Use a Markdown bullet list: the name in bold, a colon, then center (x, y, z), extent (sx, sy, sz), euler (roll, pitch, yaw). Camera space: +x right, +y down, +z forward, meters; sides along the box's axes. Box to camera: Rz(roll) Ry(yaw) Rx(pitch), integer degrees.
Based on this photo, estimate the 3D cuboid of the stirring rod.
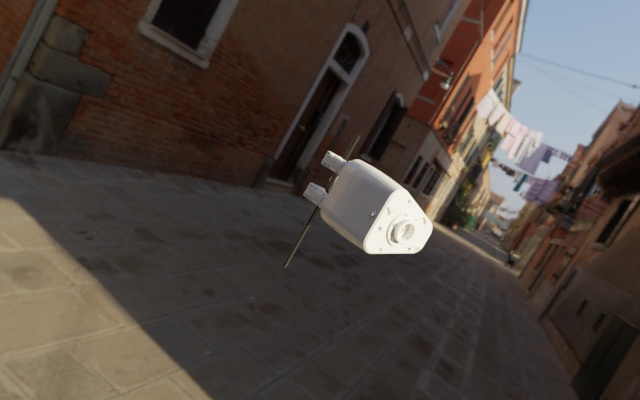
- **stirring rod**: center (0.000, 0.003, 0.754), extent (0.011, 0.239, 0.011), euler (29, 7, -4)
